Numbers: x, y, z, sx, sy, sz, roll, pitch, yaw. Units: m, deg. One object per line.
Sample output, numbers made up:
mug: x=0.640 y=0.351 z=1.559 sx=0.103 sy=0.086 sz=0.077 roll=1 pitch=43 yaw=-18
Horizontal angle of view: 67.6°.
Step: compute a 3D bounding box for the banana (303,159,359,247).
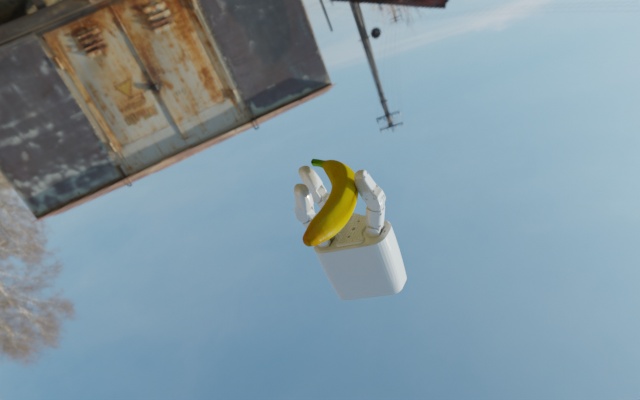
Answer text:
banana: x=0.018 y=-0.004 z=0.644 sx=0.069 sy=0.037 sz=0.197 roll=-14 pitch=31 yaw=12
